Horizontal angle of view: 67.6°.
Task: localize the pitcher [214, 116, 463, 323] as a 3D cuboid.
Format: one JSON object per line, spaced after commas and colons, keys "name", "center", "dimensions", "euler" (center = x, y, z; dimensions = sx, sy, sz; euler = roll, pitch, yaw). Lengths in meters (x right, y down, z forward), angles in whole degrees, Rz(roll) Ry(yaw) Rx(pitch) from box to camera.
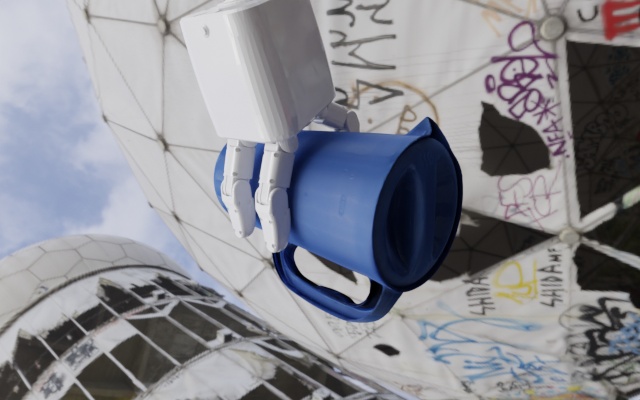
{"name": "pitcher", "center": [0.000, 0.001, 0.470], "dimensions": [0.243, 0.145, 0.149], "euler": [14, 42, 43]}
